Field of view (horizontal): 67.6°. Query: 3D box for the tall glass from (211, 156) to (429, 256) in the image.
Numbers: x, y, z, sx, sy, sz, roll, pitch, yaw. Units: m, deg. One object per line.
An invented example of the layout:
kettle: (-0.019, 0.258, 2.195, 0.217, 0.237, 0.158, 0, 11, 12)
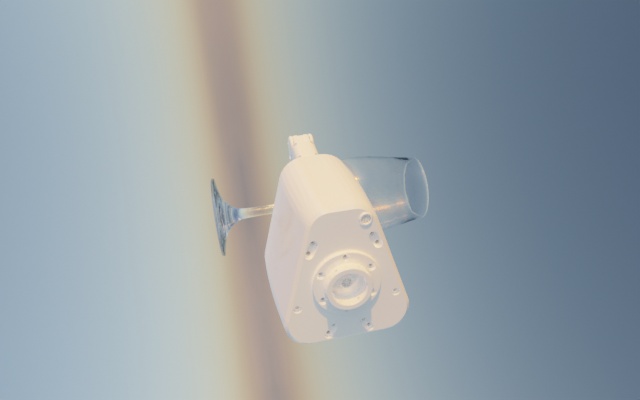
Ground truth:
tall glass: (-0.001, 0.002, 0.466, 0.201, 0.079, 0.079, -9, 1, -9)
